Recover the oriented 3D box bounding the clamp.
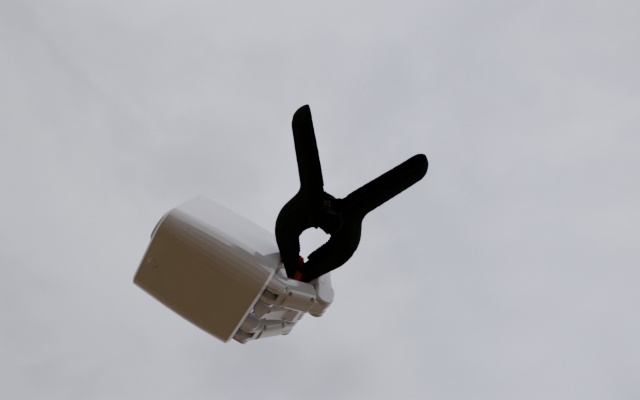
[{"bbox_3d":[0.000,0.001,0.425,0.120,0.171,0.039,32,23,-6],"label":"clamp"}]
